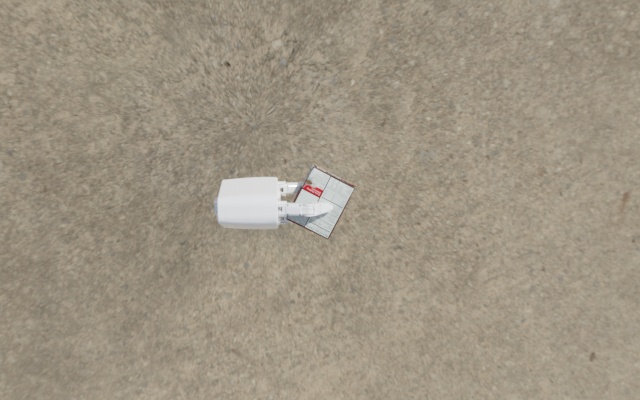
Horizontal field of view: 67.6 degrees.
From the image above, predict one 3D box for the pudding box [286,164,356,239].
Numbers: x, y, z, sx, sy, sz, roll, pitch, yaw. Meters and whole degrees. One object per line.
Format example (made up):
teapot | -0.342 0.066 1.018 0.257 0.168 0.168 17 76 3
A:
pudding box | 0.000 0.003 0.882 0.090 0.113 0.039 27 7 -6
